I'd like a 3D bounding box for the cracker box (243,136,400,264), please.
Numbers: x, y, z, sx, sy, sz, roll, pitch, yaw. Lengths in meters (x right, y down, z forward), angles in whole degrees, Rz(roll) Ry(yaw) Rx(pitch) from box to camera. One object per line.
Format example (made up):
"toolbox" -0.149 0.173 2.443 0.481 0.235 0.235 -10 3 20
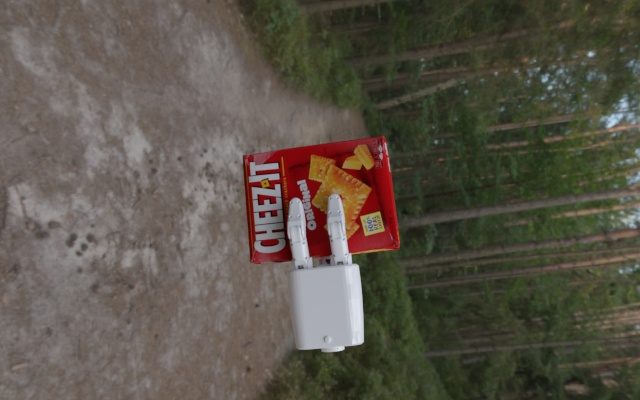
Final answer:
"cracker box" 0.000 0.002 0.703 0.214 0.164 0.072 -7 -10 7
